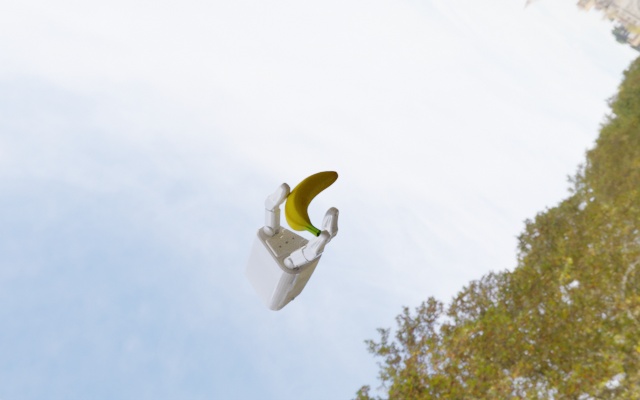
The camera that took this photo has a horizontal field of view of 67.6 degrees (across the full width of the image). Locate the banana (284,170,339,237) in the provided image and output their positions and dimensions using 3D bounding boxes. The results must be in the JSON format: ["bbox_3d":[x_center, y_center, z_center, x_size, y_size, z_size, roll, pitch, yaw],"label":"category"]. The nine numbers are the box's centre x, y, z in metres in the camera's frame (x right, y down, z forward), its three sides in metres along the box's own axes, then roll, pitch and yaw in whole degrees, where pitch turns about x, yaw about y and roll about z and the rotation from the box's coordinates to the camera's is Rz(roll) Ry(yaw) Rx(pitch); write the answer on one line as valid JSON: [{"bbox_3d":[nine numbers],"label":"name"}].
[{"bbox_3d":[-0.018,-0.002,0.782,0.069,0.037,0.197,19,34,0],"label":"banana"}]
